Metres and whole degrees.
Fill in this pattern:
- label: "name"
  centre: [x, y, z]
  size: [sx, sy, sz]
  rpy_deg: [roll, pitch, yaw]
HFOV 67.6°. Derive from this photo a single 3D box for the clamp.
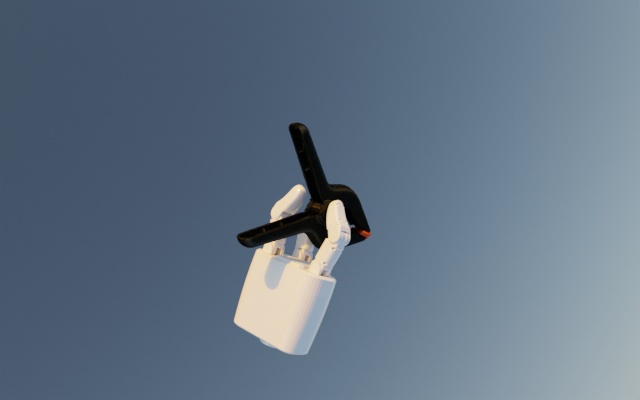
- label: "clamp"
  centre: [0.001, 0.003, 0.637]
  size: [0.210, 0.164, 0.036]
  rpy_deg: [21, 0, -43]
